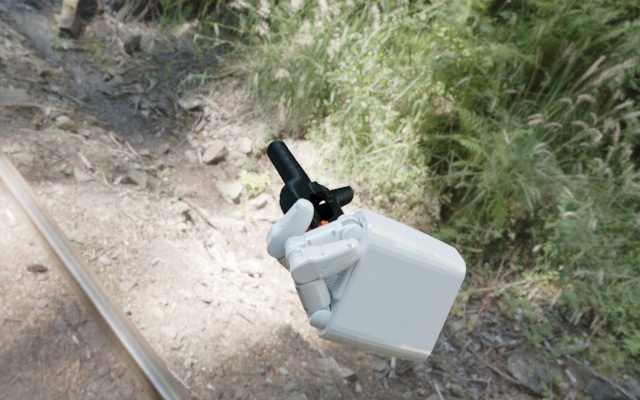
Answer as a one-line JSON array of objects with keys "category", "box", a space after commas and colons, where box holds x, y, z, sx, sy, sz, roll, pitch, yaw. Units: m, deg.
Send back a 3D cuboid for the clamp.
[{"category": "clamp", "box": [0.000, 0.001, 0.513, 0.120, 0.039, 0.171, 23, 27, -23]}]
